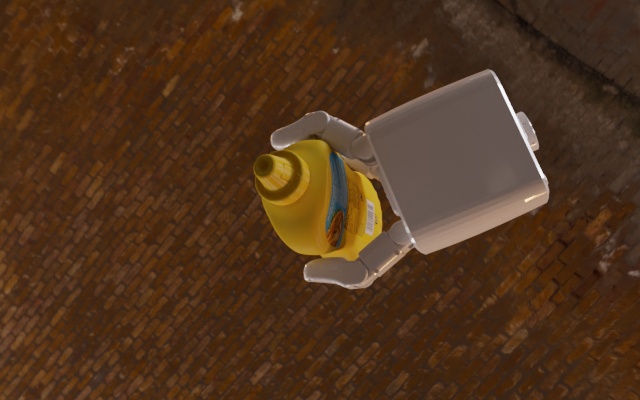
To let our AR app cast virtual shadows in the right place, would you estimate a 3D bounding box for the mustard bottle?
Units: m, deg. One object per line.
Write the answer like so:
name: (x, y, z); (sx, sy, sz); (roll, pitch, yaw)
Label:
mustard bottle: (0.000, 0.002, 0.415); (0.058, 0.096, 0.192); (-2, -16, 24)
